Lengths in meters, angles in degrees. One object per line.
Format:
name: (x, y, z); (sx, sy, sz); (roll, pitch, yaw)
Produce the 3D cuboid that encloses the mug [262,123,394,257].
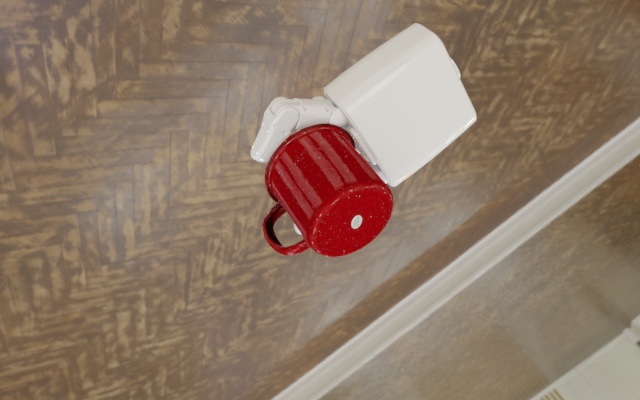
mug: (-0.001, 0.002, 0.414); (0.117, 0.081, 0.093); (-38, -40, 2)
